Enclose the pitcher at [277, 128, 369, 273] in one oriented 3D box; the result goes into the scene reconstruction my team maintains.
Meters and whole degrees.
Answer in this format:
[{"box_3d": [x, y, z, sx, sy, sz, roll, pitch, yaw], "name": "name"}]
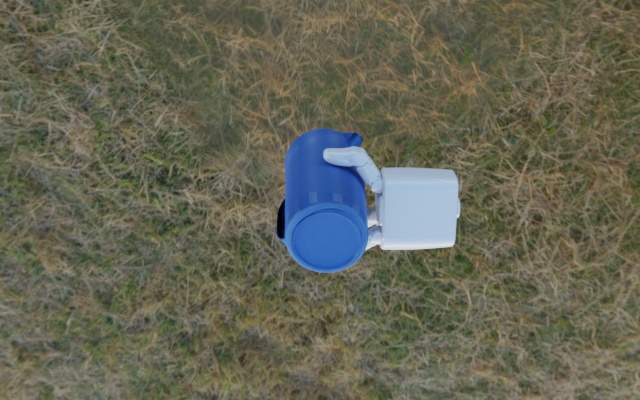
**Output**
[{"box_3d": [0.000, 0.002, 0.712, 0.145, 0.149, 0.242, 0, 28, 0], "name": "pitcher"}]
